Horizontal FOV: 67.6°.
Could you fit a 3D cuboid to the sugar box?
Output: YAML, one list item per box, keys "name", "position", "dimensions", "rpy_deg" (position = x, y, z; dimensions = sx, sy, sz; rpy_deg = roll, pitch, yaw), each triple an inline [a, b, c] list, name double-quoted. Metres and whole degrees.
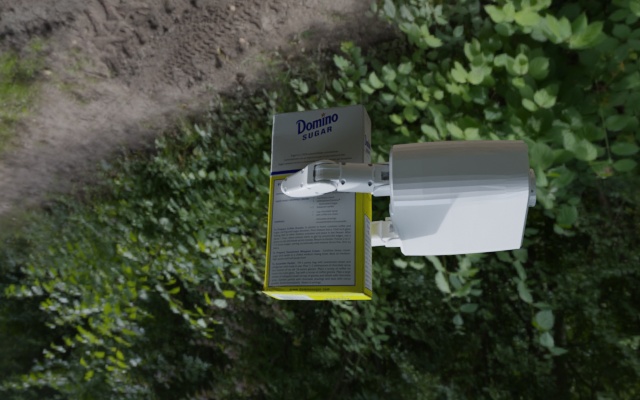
- name: "sugar box"
  position: [0.000, 0.002, 0.446]
  dimensions: [0.093, 0.176, 0.048]
  rpy_deg: [-3, -20, 16]
